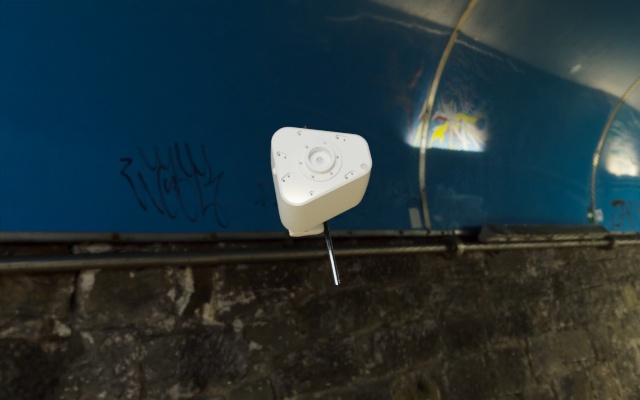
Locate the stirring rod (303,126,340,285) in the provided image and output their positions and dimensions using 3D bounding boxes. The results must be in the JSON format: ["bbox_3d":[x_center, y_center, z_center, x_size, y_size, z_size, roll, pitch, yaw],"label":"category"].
[{"bbox_3d":[0.000,0.002,0.686,0.011,0.239,0.011,-10,-17,-3],"label":"stirring rod"}]
